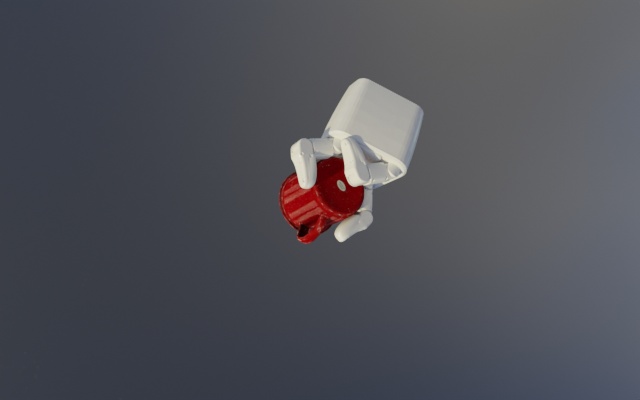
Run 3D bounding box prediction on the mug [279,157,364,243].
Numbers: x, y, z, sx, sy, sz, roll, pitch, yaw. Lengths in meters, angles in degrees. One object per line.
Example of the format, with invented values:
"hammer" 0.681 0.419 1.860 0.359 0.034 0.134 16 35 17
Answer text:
"mug" 0.000 0.003 0.626 0.093 0.117 0.081 33 -30 -19
